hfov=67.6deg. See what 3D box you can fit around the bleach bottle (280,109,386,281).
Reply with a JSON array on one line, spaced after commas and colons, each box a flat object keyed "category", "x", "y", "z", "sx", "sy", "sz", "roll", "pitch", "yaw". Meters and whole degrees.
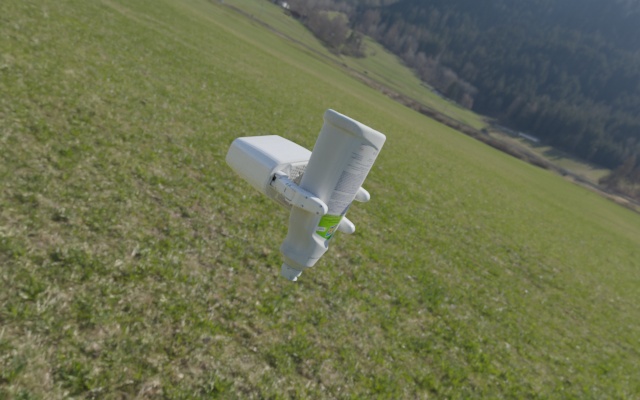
[{"category": "bleach bottle", "x": 0.000, "y": 0.002, "z": 0.690, "sx": 0.068, "sy": 0.251, "sz": 0.102, "roll": 34, "pitch": 13, "yaw": 35}]
